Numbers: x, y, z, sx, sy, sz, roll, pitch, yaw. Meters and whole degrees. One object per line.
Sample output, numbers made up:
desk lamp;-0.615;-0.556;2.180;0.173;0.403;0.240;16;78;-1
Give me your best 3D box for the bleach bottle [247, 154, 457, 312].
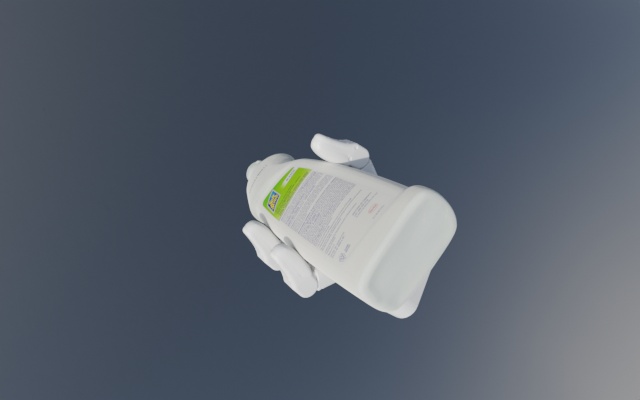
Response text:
bleach bottle;0.000;0.002;0.452;0.068;0.102;0.250;39;-5;-38
